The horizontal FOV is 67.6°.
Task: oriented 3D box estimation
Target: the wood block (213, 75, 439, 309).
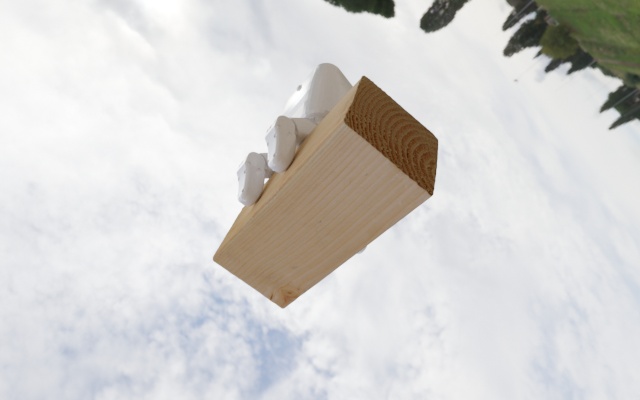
[{"bbox_3d":[0.000,0.001,0.438,0.091,0.090,0.206,37,-52,-13],"label":"wood block"}]
